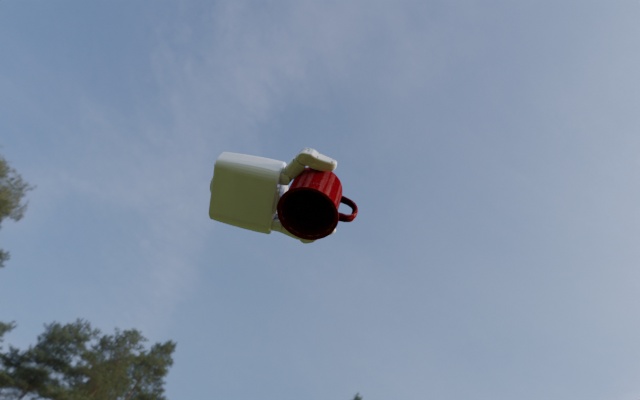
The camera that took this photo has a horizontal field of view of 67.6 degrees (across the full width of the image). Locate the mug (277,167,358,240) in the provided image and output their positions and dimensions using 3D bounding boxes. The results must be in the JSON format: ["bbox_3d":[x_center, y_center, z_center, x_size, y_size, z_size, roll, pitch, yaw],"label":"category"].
[{"bbox_3d":[0.002,0.003,0.729,0.117,0.093,0.081,13,33,5],"label":"mug"}]
